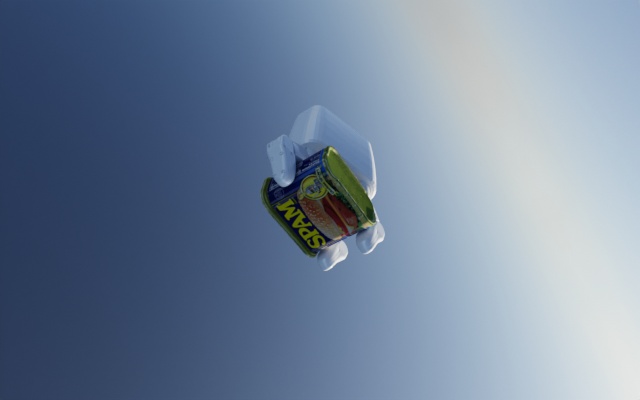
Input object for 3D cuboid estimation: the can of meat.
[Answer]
[{"bbox_3d":[0.000,0.002,0.517,0.084,0.102,0.057,-28,27,22],"label":"can of meat"}]
